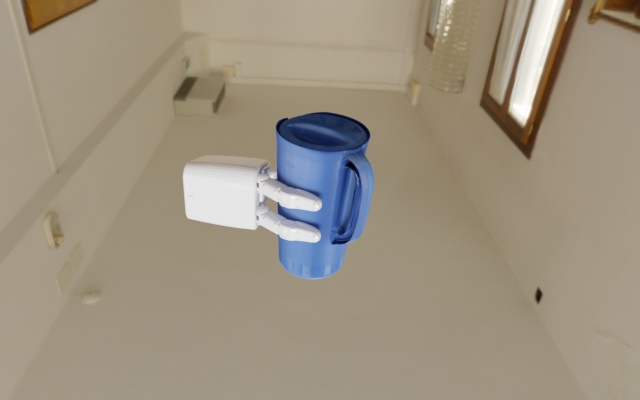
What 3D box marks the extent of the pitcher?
[{"bbox_3d":[0.000,0.002,0.718,0.145,0.243,0.149,8,32,4],"label":"pitcher"}]
